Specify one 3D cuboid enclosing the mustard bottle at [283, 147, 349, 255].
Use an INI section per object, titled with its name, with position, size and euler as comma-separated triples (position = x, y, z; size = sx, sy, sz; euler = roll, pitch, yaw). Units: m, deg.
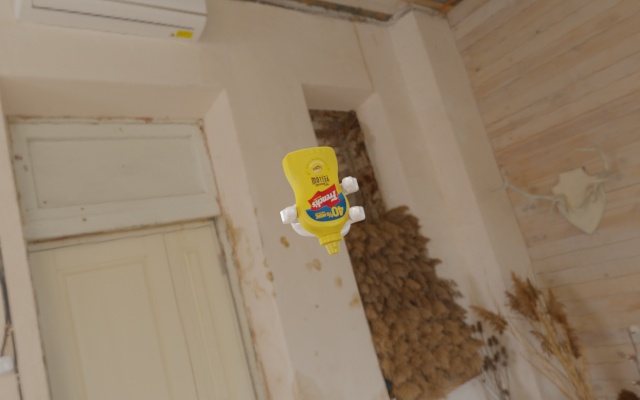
[mustard bottle]
position = 0.000, 0.002, 0.856
size = 0.096, 0.191, 0.058
euler = -10, -11, -24
